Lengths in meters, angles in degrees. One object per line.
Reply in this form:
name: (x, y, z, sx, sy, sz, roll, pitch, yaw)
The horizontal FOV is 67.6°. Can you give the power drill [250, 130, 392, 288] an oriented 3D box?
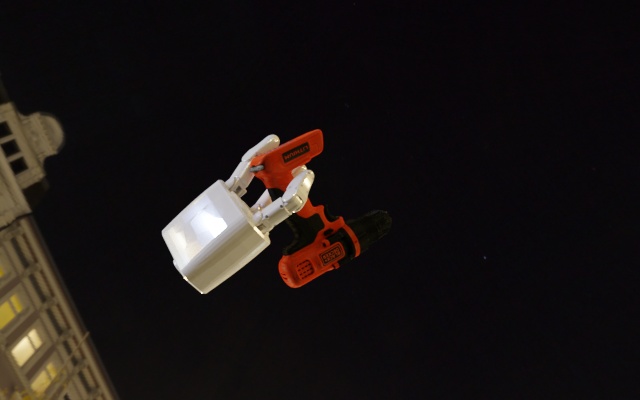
power drill: (0.000, 0.002, 0.660, 0.184, 0.188, 0.057, -28, 9, -25)
